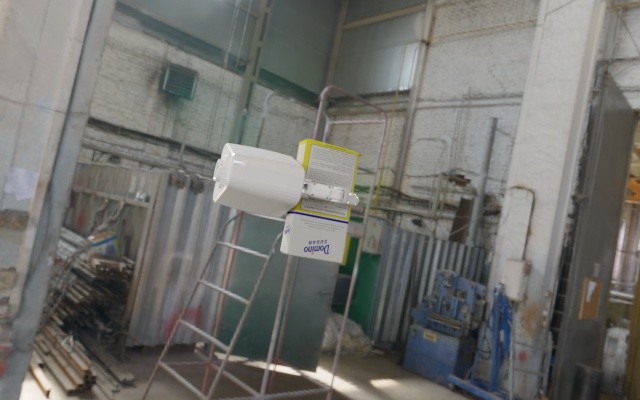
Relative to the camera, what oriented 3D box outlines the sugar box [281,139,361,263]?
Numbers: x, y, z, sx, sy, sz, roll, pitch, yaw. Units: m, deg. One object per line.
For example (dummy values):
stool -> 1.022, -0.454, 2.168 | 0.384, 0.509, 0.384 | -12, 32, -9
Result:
sugar box -> 0.000, 0.002, 0.736 | 0.093, 0.176, 0.048 | 13, -3, -21
